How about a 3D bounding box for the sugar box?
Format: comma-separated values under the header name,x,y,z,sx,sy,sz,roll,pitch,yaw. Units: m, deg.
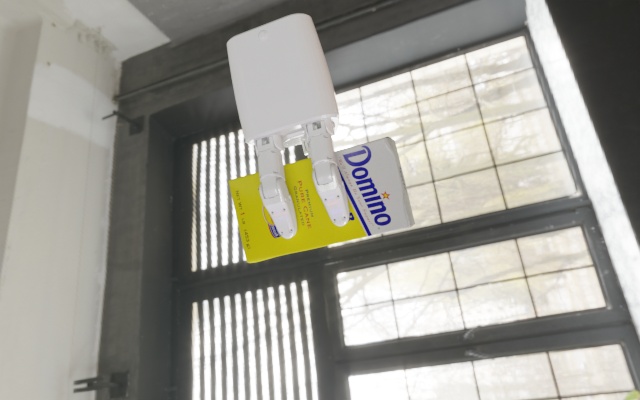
name,x,y,z,sx,sy,sz,roll,pitch,yaw
sugar box,0.000,0.002,0.494,0.176,0.093,0.048,-15,-3,17
